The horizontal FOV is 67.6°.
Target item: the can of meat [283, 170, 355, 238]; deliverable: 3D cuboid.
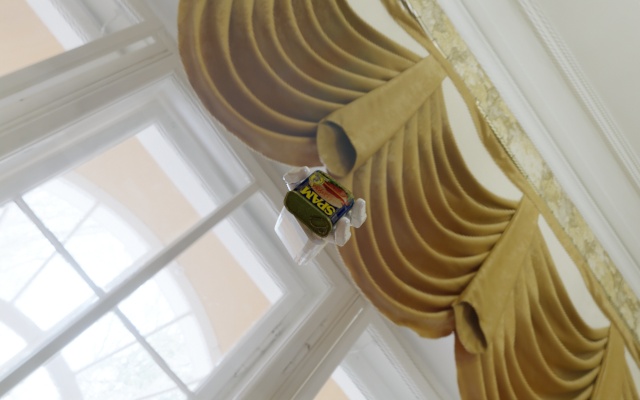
[{"bbox_3d":[0.000,0.003,0.857,0.084,0.102,0.057,-43,-12,-38],"label":"can of meat"}]
